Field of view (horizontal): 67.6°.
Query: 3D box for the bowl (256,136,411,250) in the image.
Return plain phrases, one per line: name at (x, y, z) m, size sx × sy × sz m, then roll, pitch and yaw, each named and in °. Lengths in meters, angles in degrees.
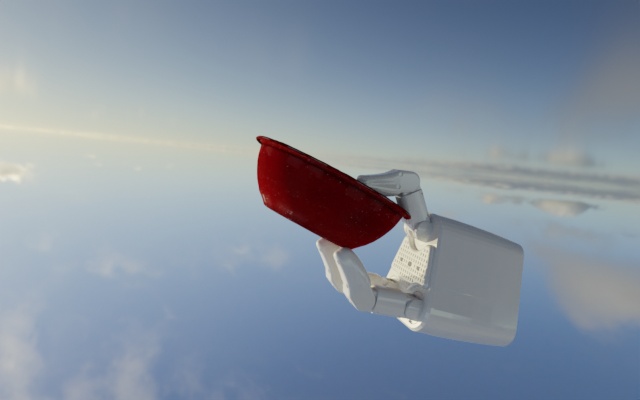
bowl at (-0.001, 0.001, 0.447) m, size 0.162 × 0.055 × 0.162 m, roll 28°, pitch -2°, yaw 1°
